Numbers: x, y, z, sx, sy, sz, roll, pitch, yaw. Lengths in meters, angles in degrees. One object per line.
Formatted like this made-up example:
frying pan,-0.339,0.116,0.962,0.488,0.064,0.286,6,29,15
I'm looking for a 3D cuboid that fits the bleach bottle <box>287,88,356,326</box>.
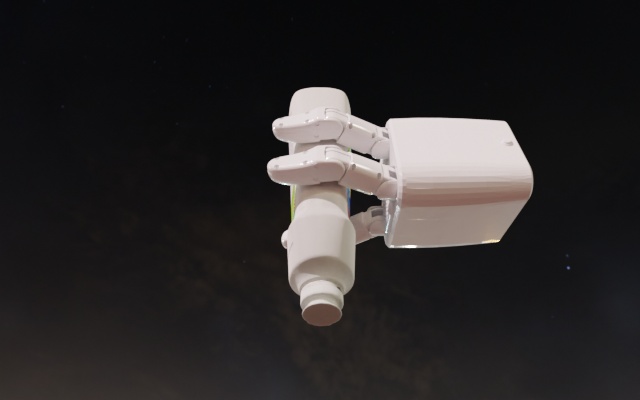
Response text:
bleach bottle,0.000,0.001,0.432,0.068,0.103,0.250,0,43,0
